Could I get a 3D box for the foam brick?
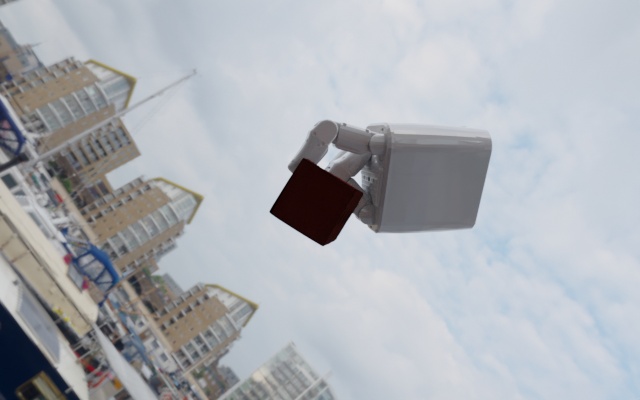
[{"bbox_3d":[0.000,0.001,0.405,0.051,0.053,0.078,32,5,8],"label":"foam brick"}]
